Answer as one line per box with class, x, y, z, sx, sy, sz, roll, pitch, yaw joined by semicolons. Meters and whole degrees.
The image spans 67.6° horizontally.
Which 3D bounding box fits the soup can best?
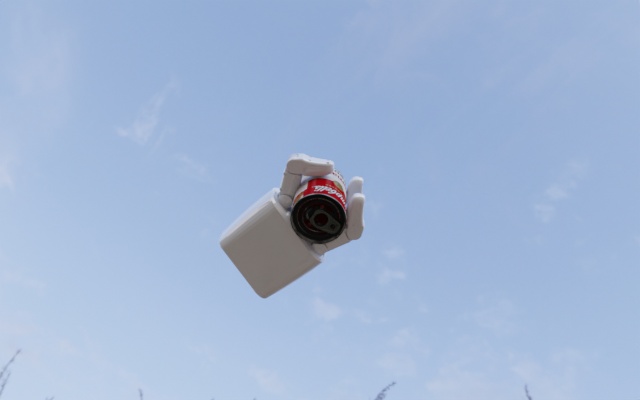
soup can;0.000;0.002;0.616;0.068;0.068;0.102;0;25;3
